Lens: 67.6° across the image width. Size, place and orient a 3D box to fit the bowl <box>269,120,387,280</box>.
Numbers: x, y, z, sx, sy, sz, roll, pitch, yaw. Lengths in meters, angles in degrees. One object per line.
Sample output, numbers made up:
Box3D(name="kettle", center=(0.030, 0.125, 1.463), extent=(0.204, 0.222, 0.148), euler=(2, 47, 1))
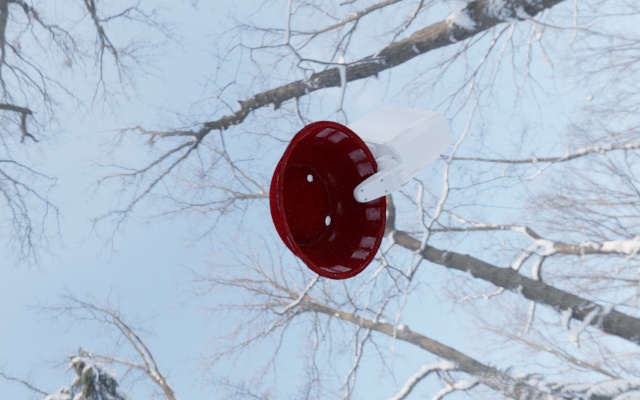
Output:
Box3D(name="bowl", center=(-0.001, 0.002, 0.498), extent=(0.055, 0.162, 0.162), euler=(-9, -6, 43))
